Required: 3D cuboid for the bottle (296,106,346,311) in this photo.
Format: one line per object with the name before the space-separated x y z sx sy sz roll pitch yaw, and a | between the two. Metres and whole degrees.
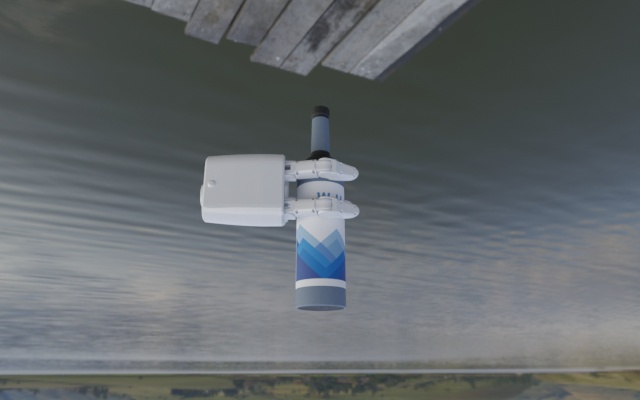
bottle | 0.000 0.002 0.673 0.069 0.295 0.069 0 -19 0
